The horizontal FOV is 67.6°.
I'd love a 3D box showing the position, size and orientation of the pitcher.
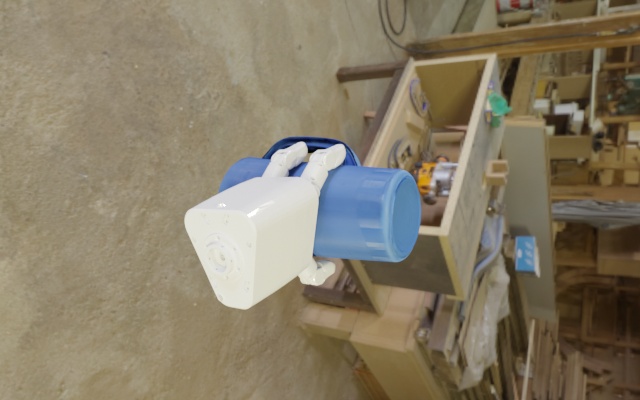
[{"bbox_3d":[0.000,0.002,0.614,0.243,0.149,0.145,3,20,32],"label":"pitcher"}]
